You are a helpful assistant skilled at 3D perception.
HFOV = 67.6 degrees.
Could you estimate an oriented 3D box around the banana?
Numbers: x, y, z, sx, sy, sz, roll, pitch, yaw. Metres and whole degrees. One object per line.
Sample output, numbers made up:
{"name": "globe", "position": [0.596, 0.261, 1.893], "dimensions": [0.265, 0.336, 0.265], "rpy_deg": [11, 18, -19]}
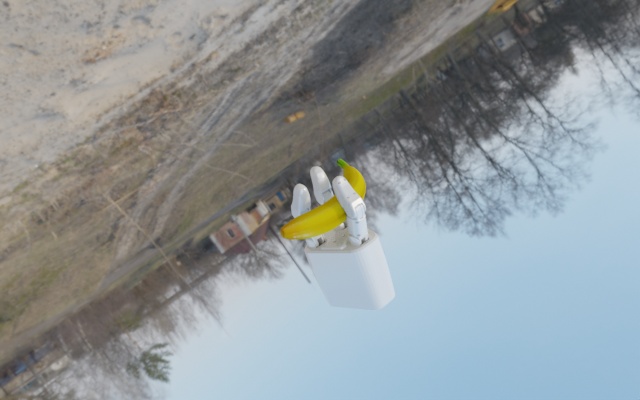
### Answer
{"name": "banana", "position": [0.018, 0.004, 0.681], "dimensions": [0.069, 0.037, 0.197], "rpy_deg": [12, 36, 23]}
